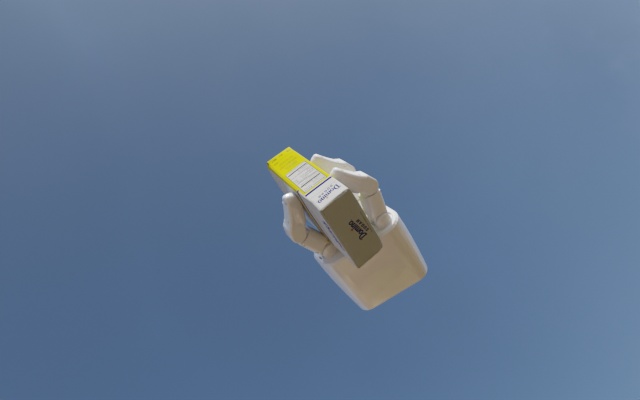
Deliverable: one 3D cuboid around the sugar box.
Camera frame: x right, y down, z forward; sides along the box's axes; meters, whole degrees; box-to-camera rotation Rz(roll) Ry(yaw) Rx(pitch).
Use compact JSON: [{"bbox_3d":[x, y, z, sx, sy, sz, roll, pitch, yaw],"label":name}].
[{"bbox_3d":[0.001,0.002,0.573,0.048,0.093,0.176,-39,32,-10],"label":"sugar box"}]
